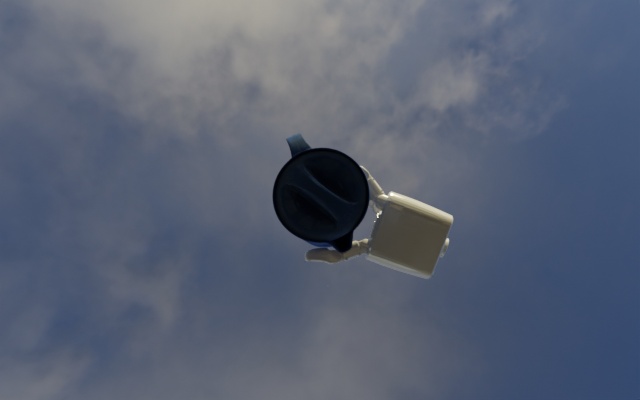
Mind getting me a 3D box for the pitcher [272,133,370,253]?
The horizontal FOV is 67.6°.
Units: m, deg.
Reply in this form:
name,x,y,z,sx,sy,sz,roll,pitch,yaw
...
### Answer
name,x,y,z,sx,sy,sz,roll,pitch,yaw
pitcher,0.000,0.003,0.764,0.145,0.149,0.243,19,-9,5
